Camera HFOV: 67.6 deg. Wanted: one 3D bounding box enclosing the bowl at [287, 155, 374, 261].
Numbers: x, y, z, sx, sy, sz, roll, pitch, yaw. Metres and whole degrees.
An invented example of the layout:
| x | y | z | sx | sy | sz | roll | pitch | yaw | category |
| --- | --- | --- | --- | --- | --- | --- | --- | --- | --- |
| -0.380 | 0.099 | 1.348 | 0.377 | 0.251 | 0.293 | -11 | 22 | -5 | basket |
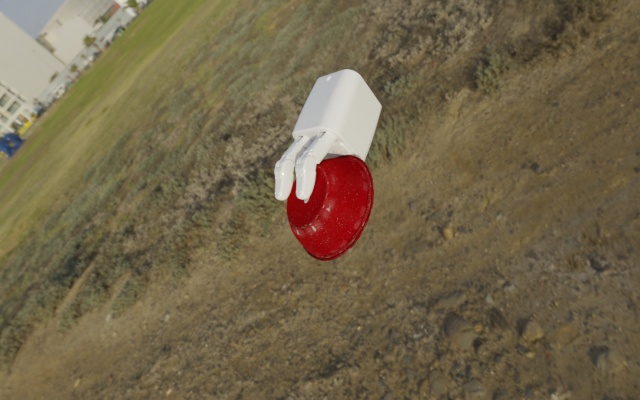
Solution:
| x | y | z | sx | sy | sz | roll | pitch | yaw | category |
| --- | --- | --- | --- | --- | --- | --- | --- | --- | --- |
| 0.000 | 0.003 | 0.682 | 0.055 | 0.162 | 0.162 | 20 | -12 | -36 | bowl |
